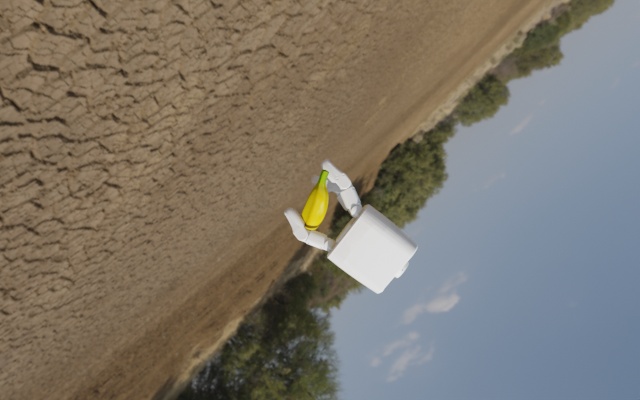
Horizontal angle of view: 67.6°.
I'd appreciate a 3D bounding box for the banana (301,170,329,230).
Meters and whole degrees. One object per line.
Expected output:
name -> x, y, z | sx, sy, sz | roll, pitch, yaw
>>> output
banana -> -0.008, 0.017, 0.818 | 0.037, 0.069, 0.198 | 28, -21, 2
